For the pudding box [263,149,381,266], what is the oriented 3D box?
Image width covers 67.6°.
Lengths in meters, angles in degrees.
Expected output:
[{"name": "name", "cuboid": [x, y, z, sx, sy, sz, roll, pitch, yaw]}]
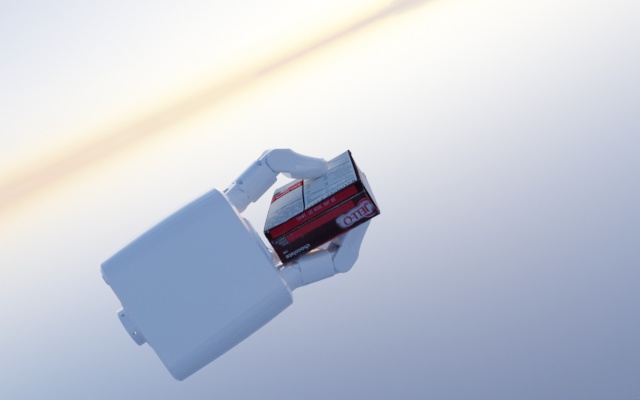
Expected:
[{"name": "pudding box", "cuboid": [0.000, 0.001, 0.422, 0.090, 0.039, 0.113, -28, 18, 8]}]
